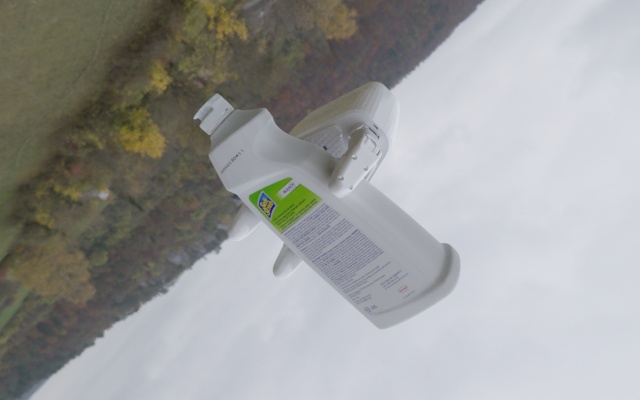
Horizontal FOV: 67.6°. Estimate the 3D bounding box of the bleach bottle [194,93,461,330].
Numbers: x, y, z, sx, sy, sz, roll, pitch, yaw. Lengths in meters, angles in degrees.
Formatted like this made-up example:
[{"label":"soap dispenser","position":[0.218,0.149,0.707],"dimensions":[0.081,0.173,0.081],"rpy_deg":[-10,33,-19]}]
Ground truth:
[{"label":"bleach bottle","position":[0.000,0.001,0.413],"dimensions":[0.102,0.251,0.068],"rpy_deg":[-40,13,31]}]
